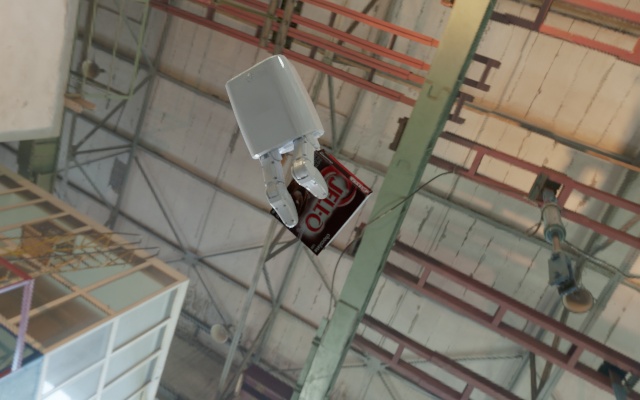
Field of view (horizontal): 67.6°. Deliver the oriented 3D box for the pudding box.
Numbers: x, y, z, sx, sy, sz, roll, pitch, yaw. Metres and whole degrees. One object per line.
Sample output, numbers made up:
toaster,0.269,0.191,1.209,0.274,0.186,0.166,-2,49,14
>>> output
pudding box,0.000,0.002,0.631,0.090,0.113,0.039,42,25,10
